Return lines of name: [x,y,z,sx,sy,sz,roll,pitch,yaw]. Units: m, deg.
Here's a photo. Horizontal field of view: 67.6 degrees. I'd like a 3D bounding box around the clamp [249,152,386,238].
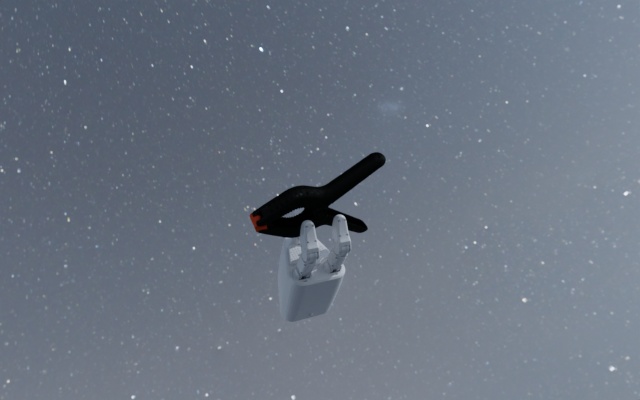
clamp: [-0.001,0.002,0.715,0.210,0.165,0.036,-8,45,-26]
